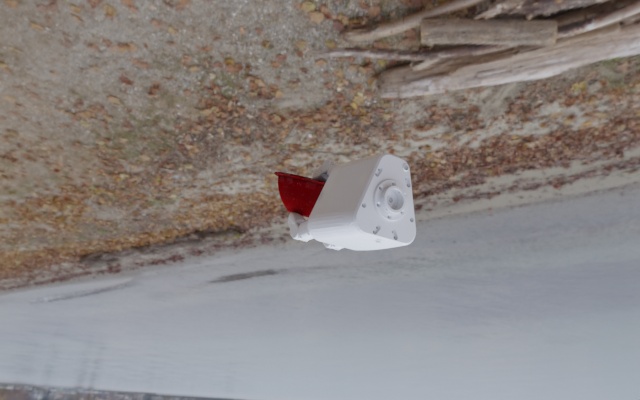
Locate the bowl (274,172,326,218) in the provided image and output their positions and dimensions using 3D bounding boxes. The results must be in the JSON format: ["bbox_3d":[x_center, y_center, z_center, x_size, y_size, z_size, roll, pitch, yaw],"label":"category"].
[{"bbox_3d":[0.000,0.003,0.741,0.162,0.055,0.162,15,-1,0],"label":"bowl"}]
